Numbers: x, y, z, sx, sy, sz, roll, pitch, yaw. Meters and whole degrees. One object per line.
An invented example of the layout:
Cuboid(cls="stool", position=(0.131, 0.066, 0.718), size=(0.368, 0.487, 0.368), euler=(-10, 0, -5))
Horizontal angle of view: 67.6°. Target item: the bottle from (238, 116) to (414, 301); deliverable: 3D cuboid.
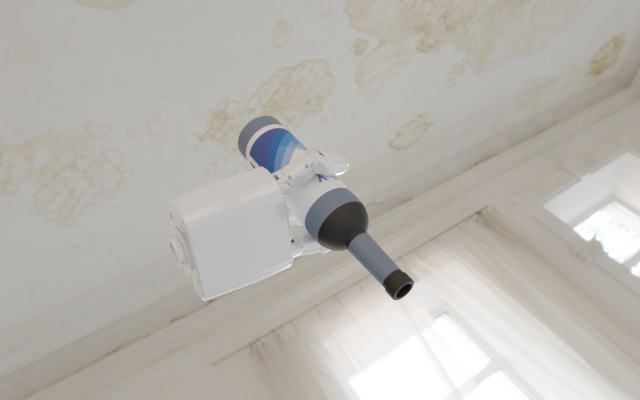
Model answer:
Cuboid(cls="bottle", position=(0.000, 0.002, 0.551), size=(0.069, 0.069, 0.295), euler=(0, 36, -43))
